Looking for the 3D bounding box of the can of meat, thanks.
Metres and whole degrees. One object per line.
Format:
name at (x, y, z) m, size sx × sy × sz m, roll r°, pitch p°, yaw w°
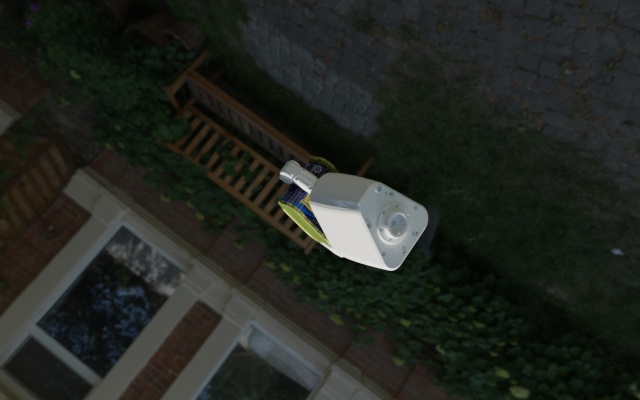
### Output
can of meat at (0.000, 0.002, 0.685) m, size 0.102 × 0.084 × 0.057 m, roll 46°, pitch -17°, yaw -30°
